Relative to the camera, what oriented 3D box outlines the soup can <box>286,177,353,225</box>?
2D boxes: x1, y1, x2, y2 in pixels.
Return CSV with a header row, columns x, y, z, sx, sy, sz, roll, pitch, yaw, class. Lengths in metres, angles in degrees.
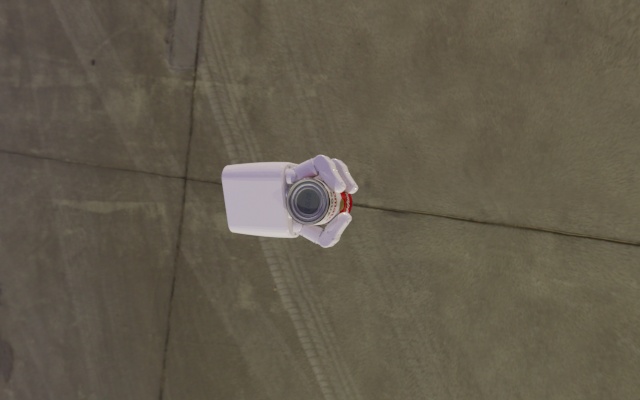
x,y,z,sx,sy,sz,roll,pitch,yaw,class
0.000,0.002,0.703,0.068,0.068,0.102,0,-1,22,soup can
